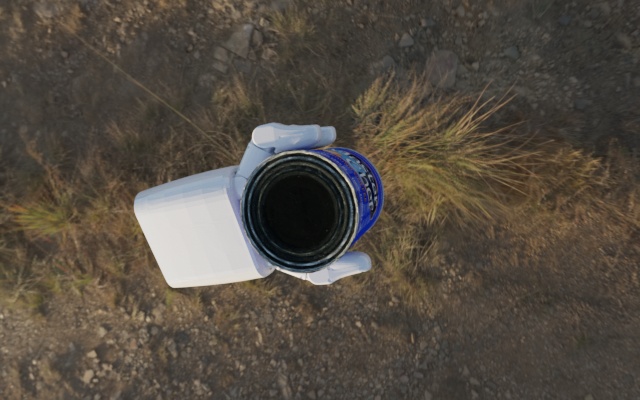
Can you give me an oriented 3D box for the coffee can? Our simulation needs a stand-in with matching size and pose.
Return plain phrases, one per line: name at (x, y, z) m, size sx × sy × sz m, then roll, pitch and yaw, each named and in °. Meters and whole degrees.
coffee can at (0.000, 0.001, 0.454) m, size 0.103 × 0.103 × 0.140 m, roll 0°, pitch 7°, yaw 16°
